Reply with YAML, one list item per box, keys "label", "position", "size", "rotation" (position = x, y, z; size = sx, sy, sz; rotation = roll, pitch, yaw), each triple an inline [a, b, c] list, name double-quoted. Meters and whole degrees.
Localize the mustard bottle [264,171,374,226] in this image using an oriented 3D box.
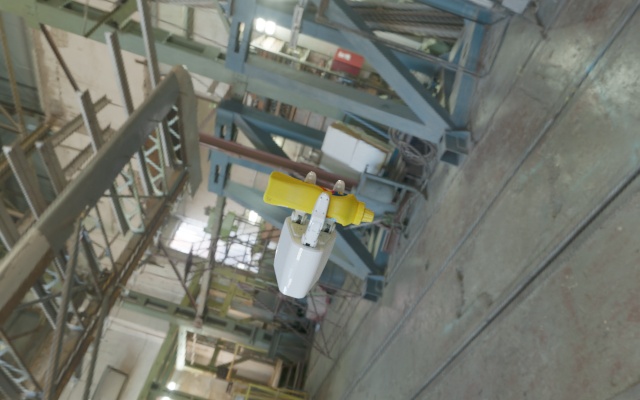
- label: "mustard bottle"
  position: [0.000, 0.002, 0.831]
  size: [0.191, 0.058, 0.096]
  rotation: [17, -1, -3]
